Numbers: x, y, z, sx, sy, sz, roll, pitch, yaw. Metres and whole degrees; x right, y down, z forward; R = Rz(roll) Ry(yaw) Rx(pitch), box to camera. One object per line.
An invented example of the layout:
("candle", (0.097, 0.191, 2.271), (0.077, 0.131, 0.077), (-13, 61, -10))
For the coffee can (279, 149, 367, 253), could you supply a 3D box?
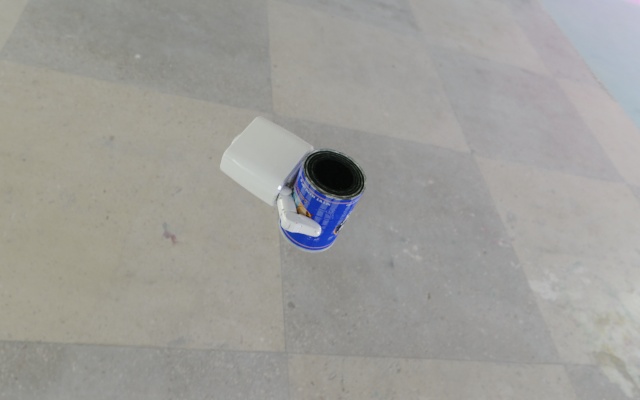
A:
("coffee can", (0.000, 0.003, 0.763), (0.103, 0.102, 0.140), (0, -39, -24))
